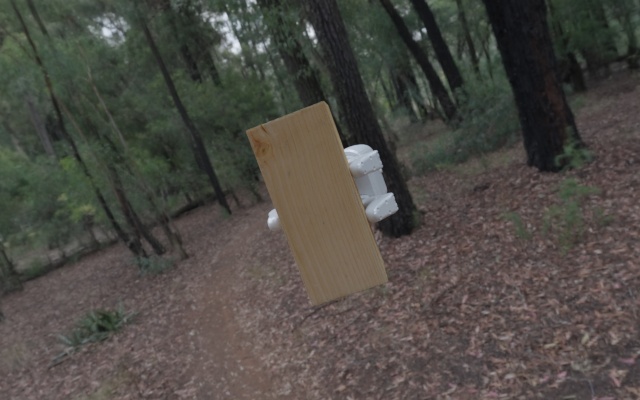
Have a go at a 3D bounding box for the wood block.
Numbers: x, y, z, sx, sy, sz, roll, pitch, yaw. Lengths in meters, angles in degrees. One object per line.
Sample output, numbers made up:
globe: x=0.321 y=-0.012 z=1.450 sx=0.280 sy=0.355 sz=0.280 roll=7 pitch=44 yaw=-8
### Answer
wood block: x=0.000 y=0.002 z=0.552 sx=0.091 sy=0.206 sz=0.090 roll=-20 pitch=7 yaw=7
